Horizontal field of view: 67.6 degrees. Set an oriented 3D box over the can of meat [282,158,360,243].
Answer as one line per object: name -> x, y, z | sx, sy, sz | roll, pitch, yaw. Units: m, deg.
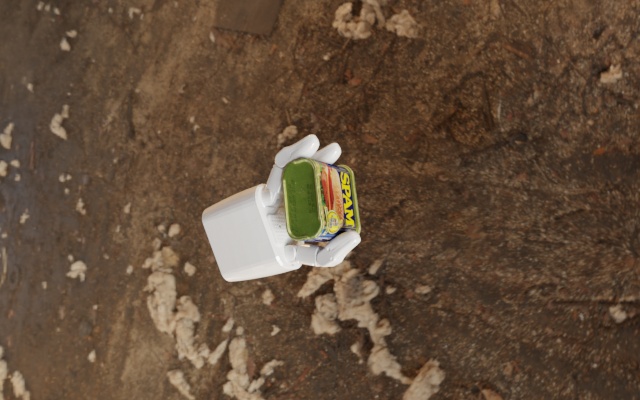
can of meat -> 0.000, 0.002, 0.586 | 0.057, 0.102, 0.084 | -13, -12, 33
